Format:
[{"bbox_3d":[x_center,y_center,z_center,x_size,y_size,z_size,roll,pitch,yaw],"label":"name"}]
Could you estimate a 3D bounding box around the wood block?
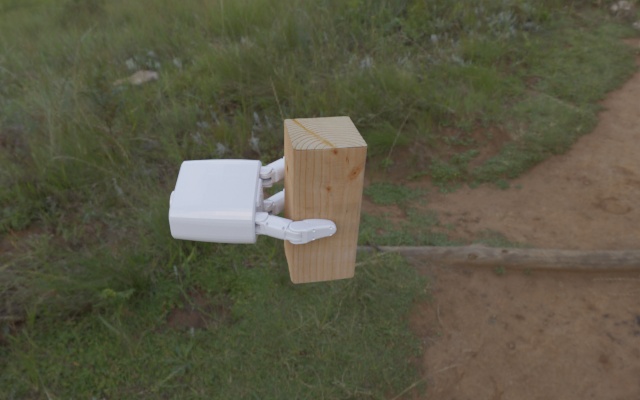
[{"bbox_3d":[0.000,0.002,0.644,0.090,0.206,0.090,-4,34,-10],"label":"wood block"}]
